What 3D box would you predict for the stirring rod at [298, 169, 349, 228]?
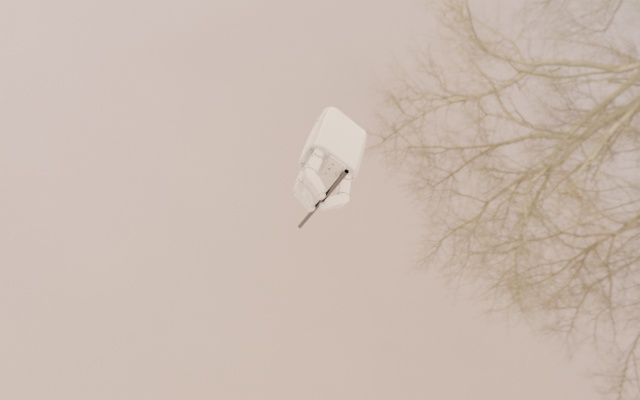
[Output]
[{"bbox_3d":[0.000,0.003,0.877,0.011,0.011,0.240,0,-25,-23],"label":"stirring rod"}]
